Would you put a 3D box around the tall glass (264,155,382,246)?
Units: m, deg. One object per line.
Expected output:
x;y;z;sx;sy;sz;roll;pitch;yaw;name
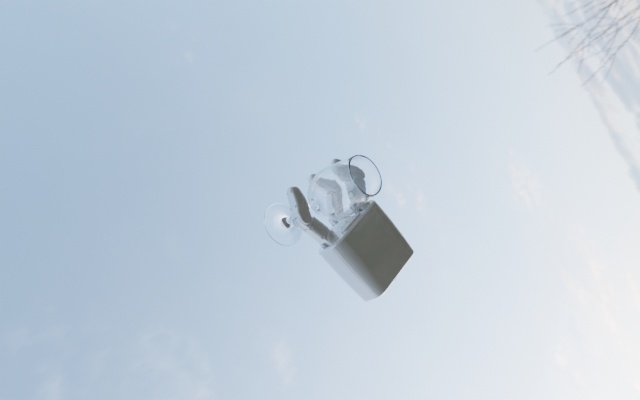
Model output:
0.000;0.003;0.714;0.079;0.079;0.201;0;-22;-41;tall glass
